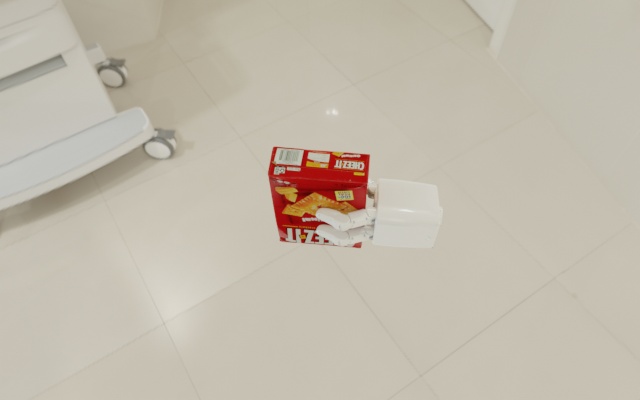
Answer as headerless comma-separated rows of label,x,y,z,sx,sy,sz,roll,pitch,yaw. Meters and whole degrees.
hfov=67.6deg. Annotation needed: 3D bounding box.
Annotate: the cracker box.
cracker box,0.000,0.003,0.852,0.164,0.072,0.214,5,-35,5
